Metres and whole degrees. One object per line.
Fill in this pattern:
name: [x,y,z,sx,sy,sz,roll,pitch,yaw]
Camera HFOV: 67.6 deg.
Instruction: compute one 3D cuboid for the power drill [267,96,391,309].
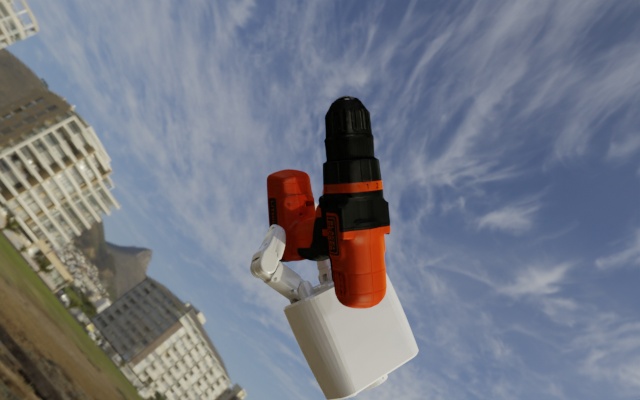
power drill: [0.000,0.002,0.479,0.057,0.184,0.187,-4,2,-23]
